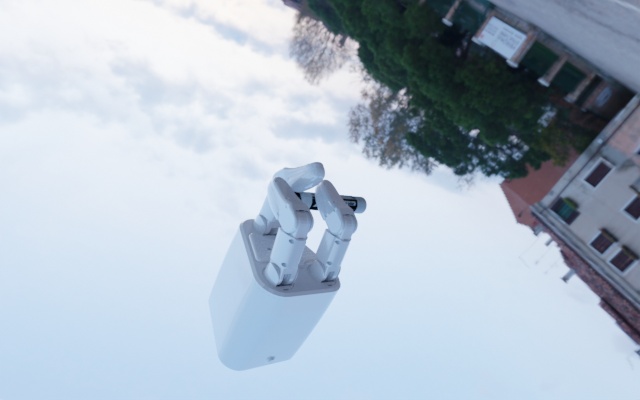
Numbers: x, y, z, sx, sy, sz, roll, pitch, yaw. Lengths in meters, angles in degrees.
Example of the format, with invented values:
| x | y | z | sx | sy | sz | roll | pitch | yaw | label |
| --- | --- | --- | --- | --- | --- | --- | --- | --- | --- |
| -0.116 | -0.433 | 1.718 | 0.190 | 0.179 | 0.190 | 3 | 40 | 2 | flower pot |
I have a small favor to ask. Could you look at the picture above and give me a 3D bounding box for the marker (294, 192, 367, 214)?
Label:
| x | y | z | sx | sy | sz | roll | pitch | yaw | label |
| --- | --- | --- | --- | --- | --- | --- | --- | --- | --- |
| 0.000 | 0.002 | 0.480 | 0.121 | 0.020 | 0.020 | 5 | -3 | -43 | marker |
